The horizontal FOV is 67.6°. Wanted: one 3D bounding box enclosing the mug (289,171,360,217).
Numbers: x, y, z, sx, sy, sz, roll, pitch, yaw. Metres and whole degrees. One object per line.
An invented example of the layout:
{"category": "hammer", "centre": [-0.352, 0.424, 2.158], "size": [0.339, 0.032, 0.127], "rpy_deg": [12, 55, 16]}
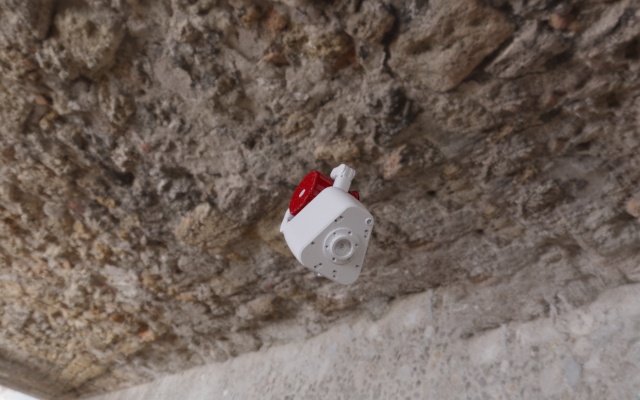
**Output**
{"category": "mug", "centre": [0.000, 0.002, 0.782], "size": [0.081, 0.093, 0.117], "rpy_deg": [31, 3, -18]}
